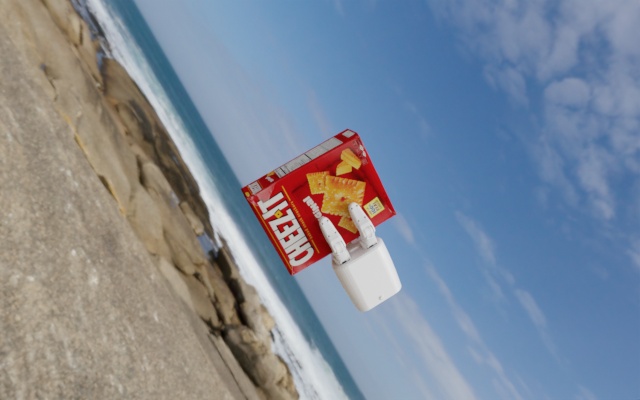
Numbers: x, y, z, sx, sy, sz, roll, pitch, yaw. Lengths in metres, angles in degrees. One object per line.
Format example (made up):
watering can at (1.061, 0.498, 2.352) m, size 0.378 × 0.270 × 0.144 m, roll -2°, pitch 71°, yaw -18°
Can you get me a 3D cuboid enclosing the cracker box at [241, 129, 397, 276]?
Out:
cracker box at (0.000, 0.003, 0.812) m, size 0.213 × 0.164 × 0.072 m, roll -30°, pitch 22°, yaw -7°
